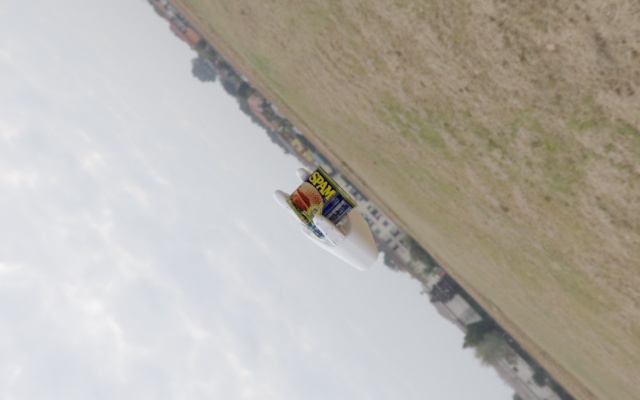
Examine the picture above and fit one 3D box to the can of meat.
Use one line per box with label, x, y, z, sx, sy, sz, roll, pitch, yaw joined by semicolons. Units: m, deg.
can of meat;0.000;0.003;0.798;0.057;0.084;0.102;41;6;-45
